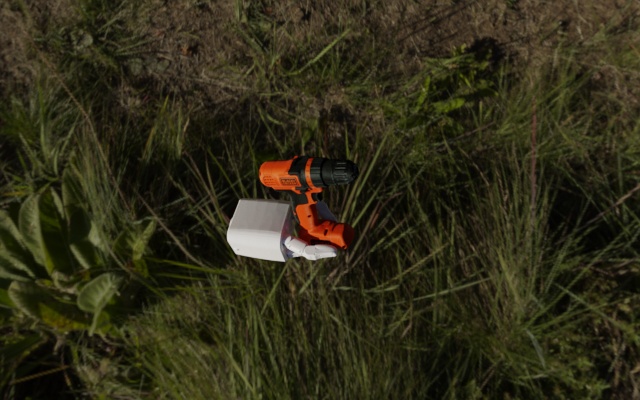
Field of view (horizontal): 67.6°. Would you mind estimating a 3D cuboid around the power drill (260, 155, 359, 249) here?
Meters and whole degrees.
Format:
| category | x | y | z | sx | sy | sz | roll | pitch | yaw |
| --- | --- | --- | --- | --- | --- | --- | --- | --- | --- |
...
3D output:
| category | x | y | z | sx | sy | sz | roll | pitch | yaw |
| --- | --- | --- | --- | --- | --- | --- | --- | --- | --- |
| power drill | 0.000 | 0.003 | 0.847 | 0.184 | 0.188 | 0.057 | 2 | 41 | 30 |
